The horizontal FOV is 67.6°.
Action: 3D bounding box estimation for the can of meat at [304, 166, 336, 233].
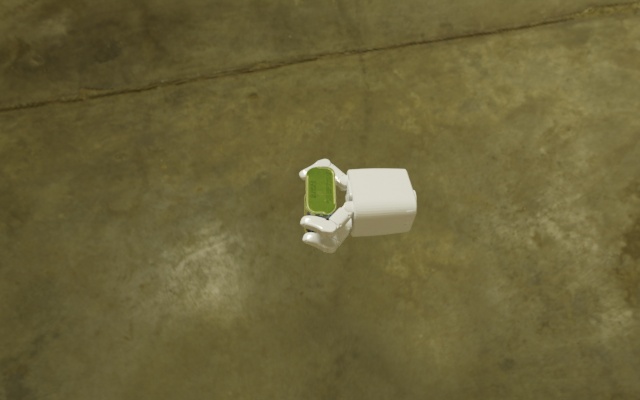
[{"bbox_3d":[0.000,0.002,0.835,0.057,0.102,0.084,-1,-31,-2],"label":"can of meat"}]
